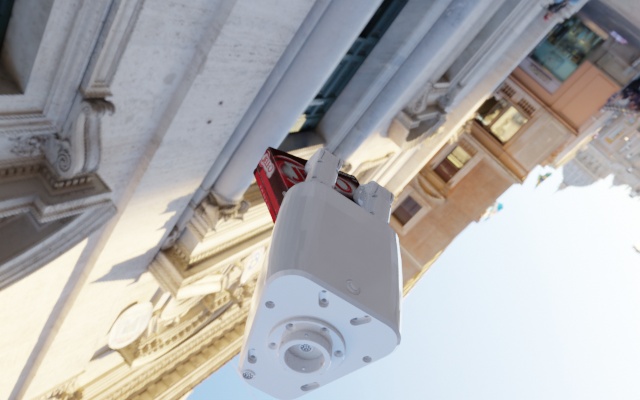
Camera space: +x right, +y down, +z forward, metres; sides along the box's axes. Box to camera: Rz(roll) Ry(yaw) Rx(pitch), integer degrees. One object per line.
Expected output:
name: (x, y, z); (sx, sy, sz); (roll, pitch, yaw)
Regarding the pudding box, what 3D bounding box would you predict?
pudding box: (0.000, 0.002, 0.452); (0.113, 0.039, 0.090); (18, 31, -37)
